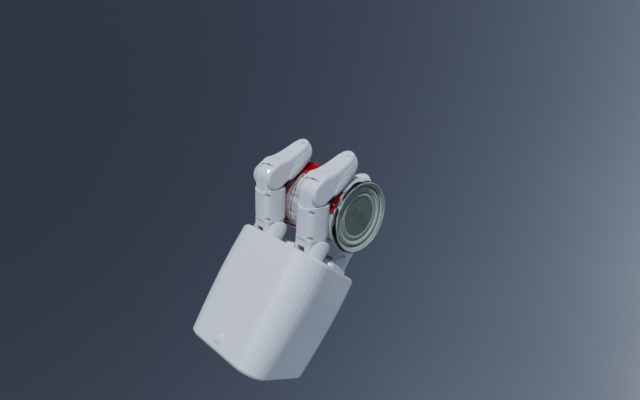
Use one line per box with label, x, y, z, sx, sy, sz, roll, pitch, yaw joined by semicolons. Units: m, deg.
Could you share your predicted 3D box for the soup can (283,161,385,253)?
soup can;0.001;0.001;0.445;0.102;0.068;0.068;21;14;42
